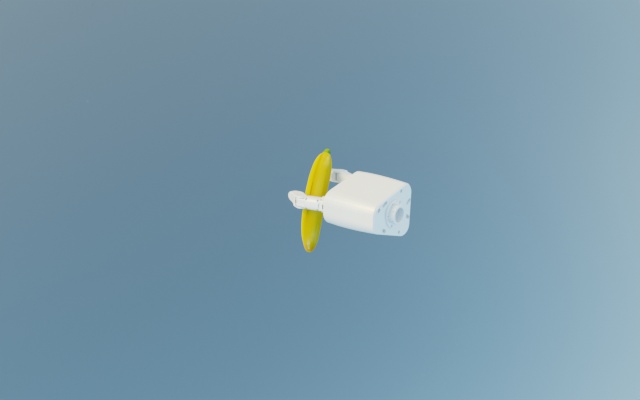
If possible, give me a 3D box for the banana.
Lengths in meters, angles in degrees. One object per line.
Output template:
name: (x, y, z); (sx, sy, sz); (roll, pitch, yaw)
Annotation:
banana: (-0.005, -0.003, 0.867); (0.037, 0.198, 0.069); (11, -4, 20)
